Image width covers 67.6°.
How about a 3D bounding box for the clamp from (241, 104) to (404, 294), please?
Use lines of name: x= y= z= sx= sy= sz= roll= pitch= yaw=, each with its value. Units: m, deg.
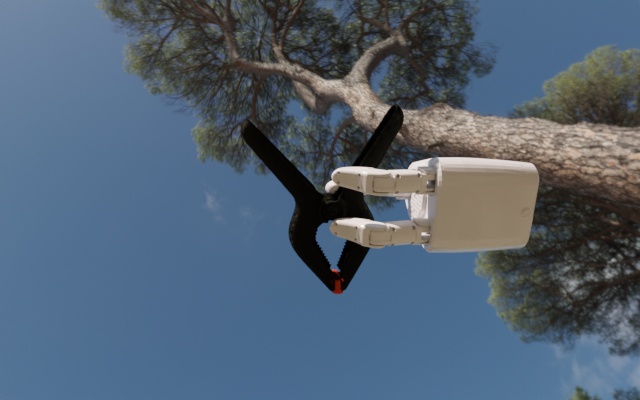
clamp: x=0.000 y=0.002 z=0.512 sx=0.164 sy=0.210 sz=0.036 roll=0 pitch=19 yaw=-5
